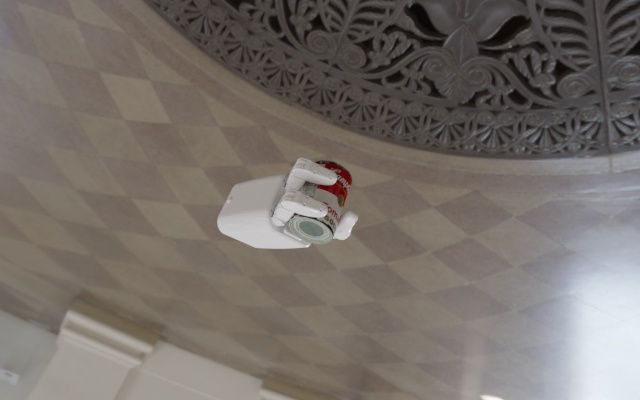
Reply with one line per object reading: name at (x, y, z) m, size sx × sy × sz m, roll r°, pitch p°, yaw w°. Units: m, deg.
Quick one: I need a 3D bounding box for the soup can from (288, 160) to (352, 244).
soup can at (0.000, 0.002, 0.683) m, size 0.068 × 0.102 × 0.069 m, roll 14°, pitch -34°, yaw 10°
